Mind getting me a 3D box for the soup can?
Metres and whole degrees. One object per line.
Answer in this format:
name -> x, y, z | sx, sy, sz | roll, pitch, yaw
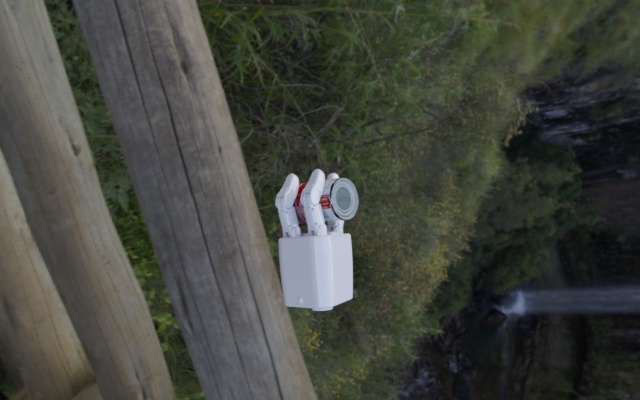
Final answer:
soup can -> 0.000, 0.002, 0.756 | 0.102, 0.068, 0.068 | -7, -5, 42
